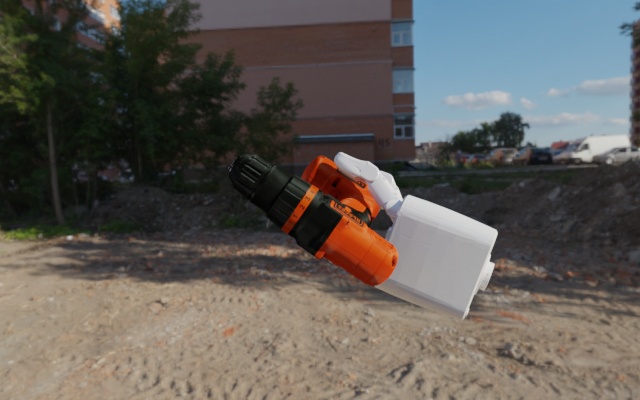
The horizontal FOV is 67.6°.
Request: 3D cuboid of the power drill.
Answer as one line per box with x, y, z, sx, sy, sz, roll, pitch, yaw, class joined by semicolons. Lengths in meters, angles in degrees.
0.000;0.002;0.522;0.184;0.057;0.187;37;17;-2;power drill
